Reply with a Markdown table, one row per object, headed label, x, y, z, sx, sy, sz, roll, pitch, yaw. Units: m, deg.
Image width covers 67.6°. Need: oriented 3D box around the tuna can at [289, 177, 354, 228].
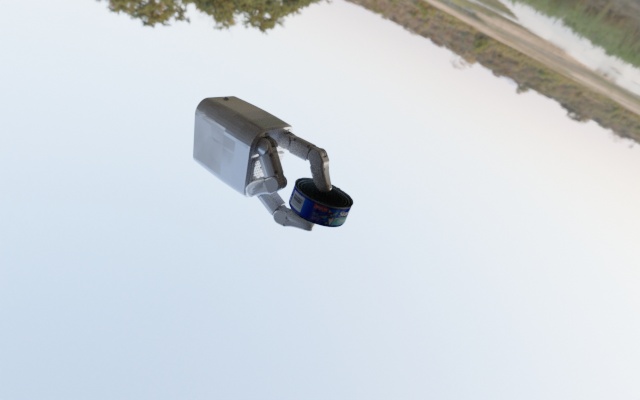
| label | x | y | z | sx | sy | sz | roll | pitch | yaw |
| --- | --- | --- | --- | --- | --- | --- | --- | --- | --- |
| tuna can | 0.000 | 0.003 | 0.659 | 0.086 | 0.034 | 0.086 | 19 | 21 | -7 |
